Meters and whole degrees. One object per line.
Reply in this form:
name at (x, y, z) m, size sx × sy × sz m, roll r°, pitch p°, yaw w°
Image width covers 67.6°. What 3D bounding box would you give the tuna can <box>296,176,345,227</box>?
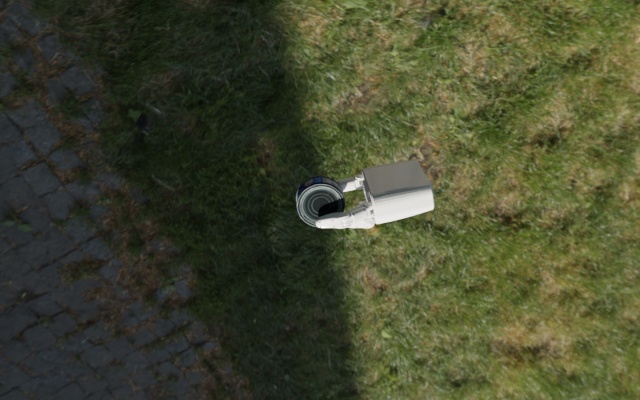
tuna can at (0.000, 0.003, 0.831) m, size 0.086 × 0.086 × 0.033 m, roll 0°, pitch 25°, yaw -3°
